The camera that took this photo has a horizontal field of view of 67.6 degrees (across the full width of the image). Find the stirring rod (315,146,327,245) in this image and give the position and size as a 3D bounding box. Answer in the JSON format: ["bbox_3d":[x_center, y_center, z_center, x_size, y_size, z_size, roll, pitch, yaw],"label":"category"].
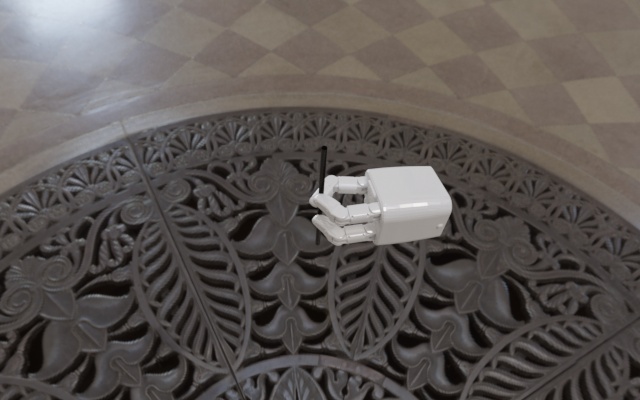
[{"bbox_3d":[0.000,0.002,0.717,0.011,0.011,0.240,0,-36,-3],"label":"stirring rod"}]
